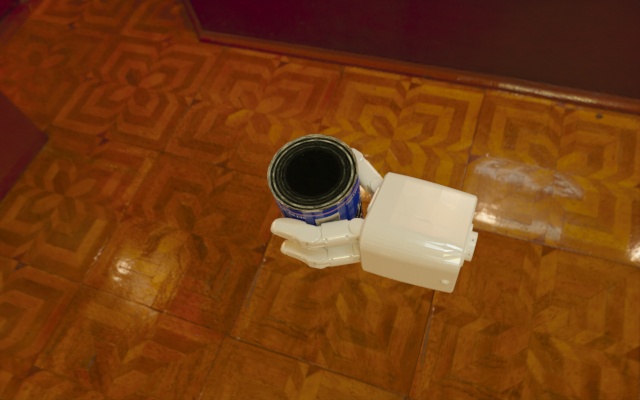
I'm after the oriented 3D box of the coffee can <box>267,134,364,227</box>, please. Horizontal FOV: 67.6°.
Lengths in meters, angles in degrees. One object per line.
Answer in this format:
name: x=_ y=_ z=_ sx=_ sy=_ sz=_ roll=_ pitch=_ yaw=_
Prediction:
coffee can: x=0.000 y=0.002 z=0.587 sx=0.103 sy=0.102 sz=0.140 roll=0 pitch=-29 yaw=9
